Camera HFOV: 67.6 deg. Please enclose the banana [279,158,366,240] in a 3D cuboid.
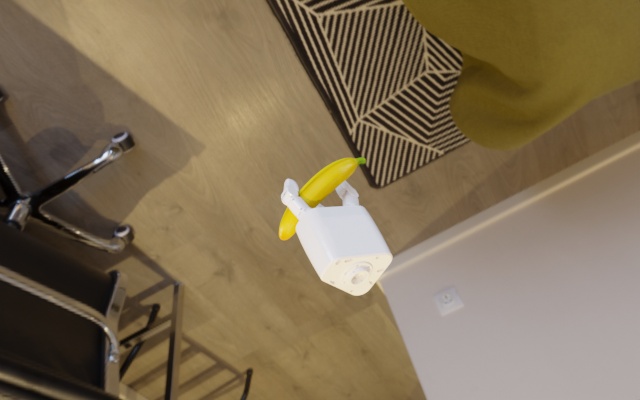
[{"bbox_3d":[-0.006,-0.006,0.782,0.037,0.198,0.070,53,10,34],"label":"banana"}]
